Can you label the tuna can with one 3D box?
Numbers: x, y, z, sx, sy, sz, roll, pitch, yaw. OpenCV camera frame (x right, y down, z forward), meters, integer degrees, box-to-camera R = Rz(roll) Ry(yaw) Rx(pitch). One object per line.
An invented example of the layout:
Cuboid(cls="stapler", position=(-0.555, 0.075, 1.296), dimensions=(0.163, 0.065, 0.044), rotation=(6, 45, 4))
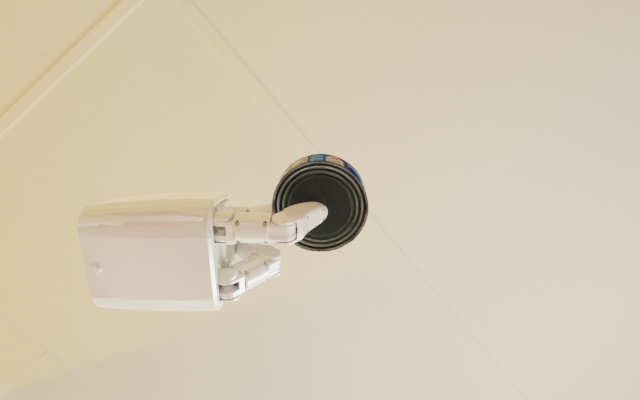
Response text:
Cuboid(cls="tuna can", position=(0.000, 0.001, 0.437), dimensions=(0.086, 0.086, 0.033), rotation=(0, 20, 2))
